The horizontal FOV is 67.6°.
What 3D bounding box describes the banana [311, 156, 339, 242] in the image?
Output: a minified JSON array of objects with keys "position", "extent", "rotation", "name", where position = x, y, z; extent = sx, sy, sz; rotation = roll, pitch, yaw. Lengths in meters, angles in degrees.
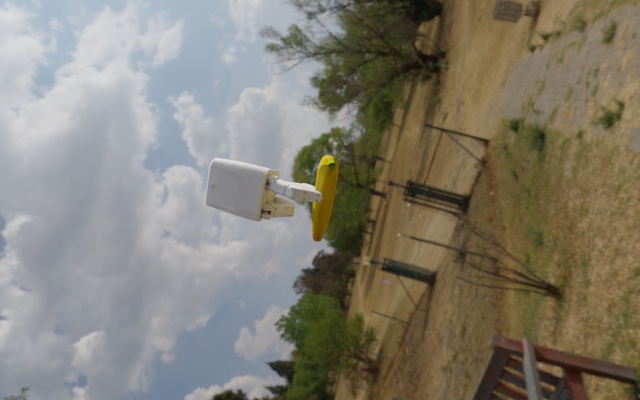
[{"position":[0.005,-0.012,0.860],"extent":[0.037,0.198,0.069],"rotation":[15,44,7],"name":"banana"}]
